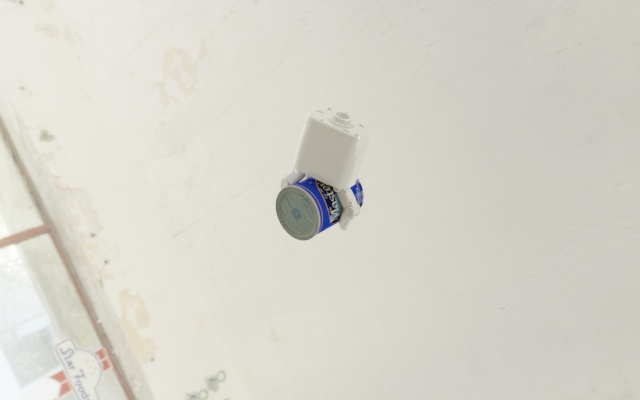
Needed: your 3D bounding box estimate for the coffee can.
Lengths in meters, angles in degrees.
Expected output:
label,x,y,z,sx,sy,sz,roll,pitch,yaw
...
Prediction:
label,x,y,z,sx,sy,sz,roll,pitch,yaw
coffee can,0.000,0.003,0.897,0.103,0.103,0.140,0,18,41
